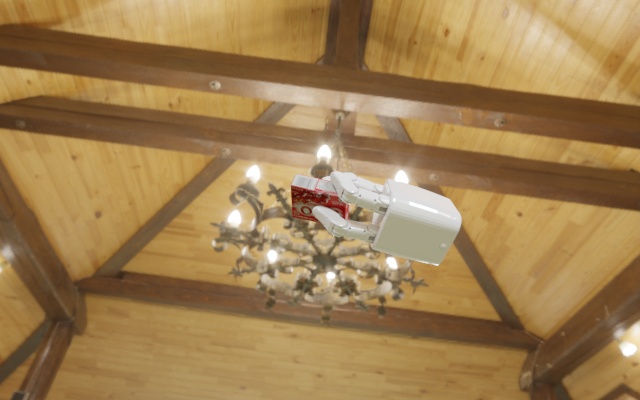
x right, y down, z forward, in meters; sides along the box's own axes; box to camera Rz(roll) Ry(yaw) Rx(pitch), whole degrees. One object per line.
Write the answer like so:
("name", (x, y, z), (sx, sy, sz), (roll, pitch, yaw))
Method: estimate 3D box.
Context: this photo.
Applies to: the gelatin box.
("gelatin box", (0.000, 0.002, 0.735), (0.089, 0.030, 0.073), (13, -42, 11))
